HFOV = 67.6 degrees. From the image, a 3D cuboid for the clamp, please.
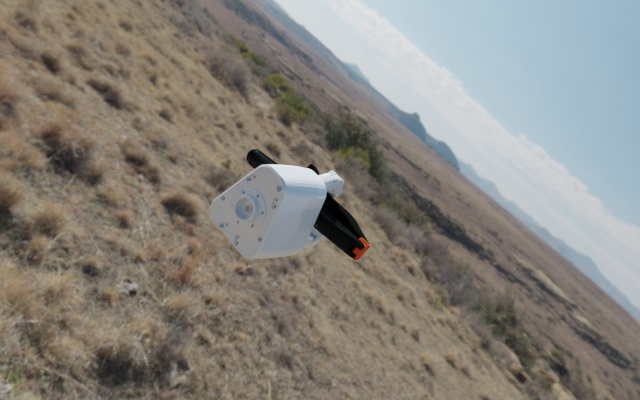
[{"bbox_3d":[0.001,0.002,0.711,0.210,0.036,0.164,46,20,19],"label":"clamp"}]
